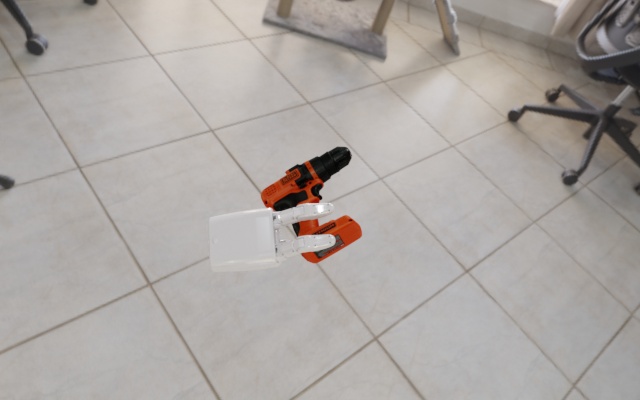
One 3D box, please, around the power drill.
[{"bbox_3d":[0.000,0.003,0.827,0.184,0.187,0.057,-32,-43,4],"label":"power drill"}]
